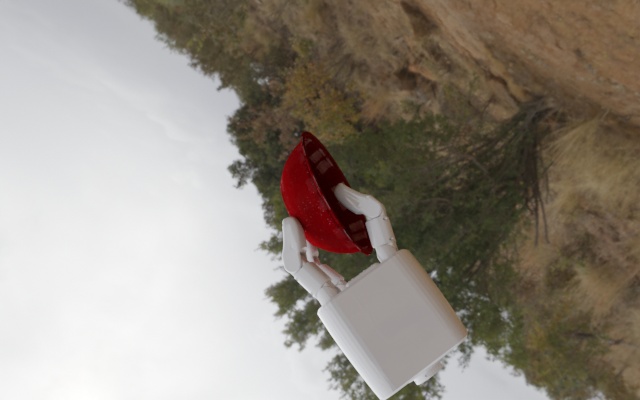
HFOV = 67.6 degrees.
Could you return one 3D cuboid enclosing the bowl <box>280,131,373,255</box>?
[{"bbox_3d":[-0.001,0.001,0.562,0.055,0.162,0.162,-28,-7,14],"label":"bowl"}]
